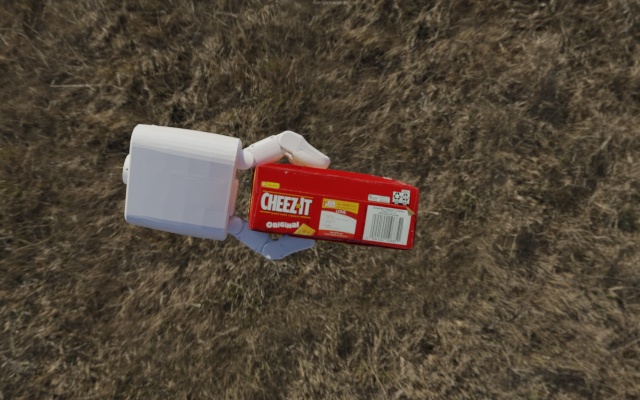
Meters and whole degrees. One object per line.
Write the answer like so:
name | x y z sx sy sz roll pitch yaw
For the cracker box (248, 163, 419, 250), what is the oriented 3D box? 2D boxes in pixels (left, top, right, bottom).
cracker box | 0.000 0.002 0.556 0.164 0.072 0.213 7 2 -9
